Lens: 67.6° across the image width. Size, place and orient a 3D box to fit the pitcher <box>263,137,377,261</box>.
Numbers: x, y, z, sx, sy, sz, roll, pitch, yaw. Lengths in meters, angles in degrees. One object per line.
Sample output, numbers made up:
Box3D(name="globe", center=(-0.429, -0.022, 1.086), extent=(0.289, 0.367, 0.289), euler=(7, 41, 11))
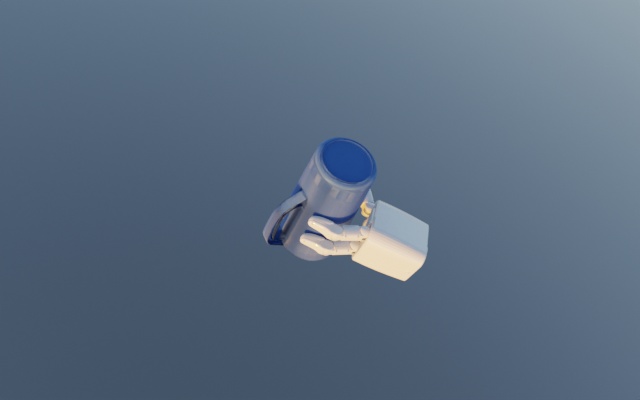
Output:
Box3D(name="pitcher", center=(0.000, 0.003, 0.855), extent=(0.145, 0.149, 0.243), euler=(25, -37, -3))
